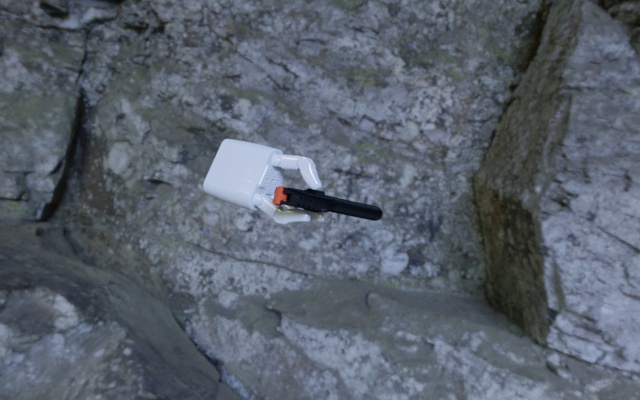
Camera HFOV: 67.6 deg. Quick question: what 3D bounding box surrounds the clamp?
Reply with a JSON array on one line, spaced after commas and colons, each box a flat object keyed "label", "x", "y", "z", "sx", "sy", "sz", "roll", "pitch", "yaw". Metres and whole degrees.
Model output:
[{"label": "clamp", "x": 0.000, "y": 0.002, "z": 0.780, "sx": 0.164, "sy": 0.036, "sz": 0.210, "roll": 13, "pitch": 2, "yaw": 25}]
